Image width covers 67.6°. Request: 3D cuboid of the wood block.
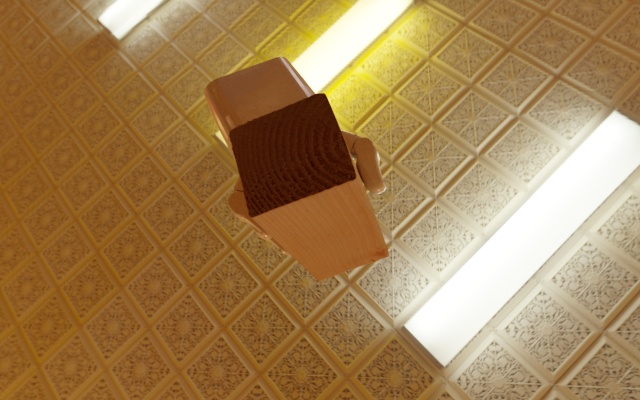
[{"bbox_3d":[0.000,0.001,0.471,0.091,0.090,0.206,-21,-27,6],"label":"wood block"}]
